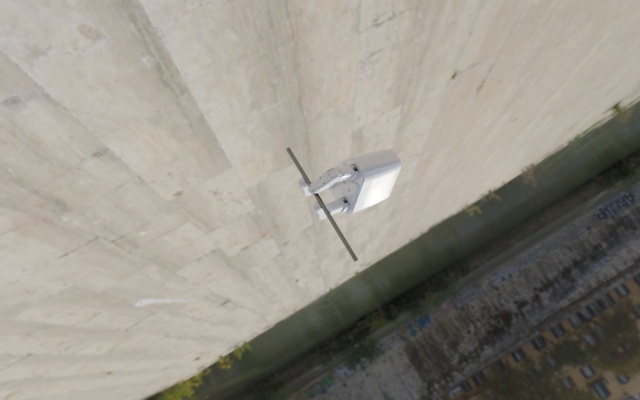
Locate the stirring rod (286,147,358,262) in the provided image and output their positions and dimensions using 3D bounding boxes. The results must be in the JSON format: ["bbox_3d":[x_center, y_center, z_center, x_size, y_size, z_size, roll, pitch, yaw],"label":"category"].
[{"bbox_3d":[0.000,0.003,0.834,0.011,0.239,0.011,-28,-18,-10],"label":"stirring rod"}]
